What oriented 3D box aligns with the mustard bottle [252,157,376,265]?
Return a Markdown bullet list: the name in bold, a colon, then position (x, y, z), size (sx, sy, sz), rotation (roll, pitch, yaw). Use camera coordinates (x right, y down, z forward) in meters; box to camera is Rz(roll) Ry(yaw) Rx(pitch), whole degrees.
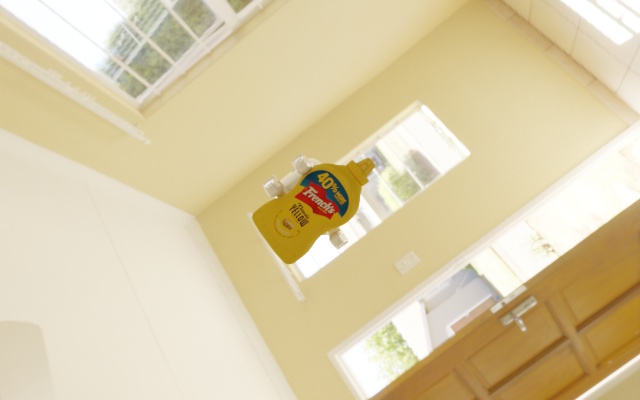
- **mustard bottle**: position (0.000, 0.002, 0.702), size (0.191, 0.096, 0.058), rotation (-38, -10, 5)
